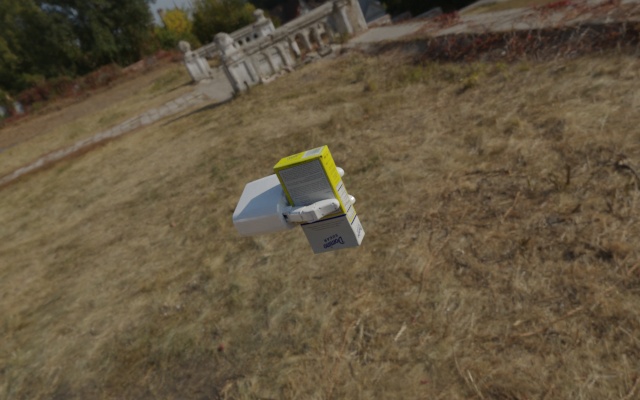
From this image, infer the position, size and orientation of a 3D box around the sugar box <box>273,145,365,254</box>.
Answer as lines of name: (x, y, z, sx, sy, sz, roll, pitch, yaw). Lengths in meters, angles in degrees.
sugar box: (0.000, 0.002, 0.814, 0.093, 0.176, 0.048, -13, 25, 27)
